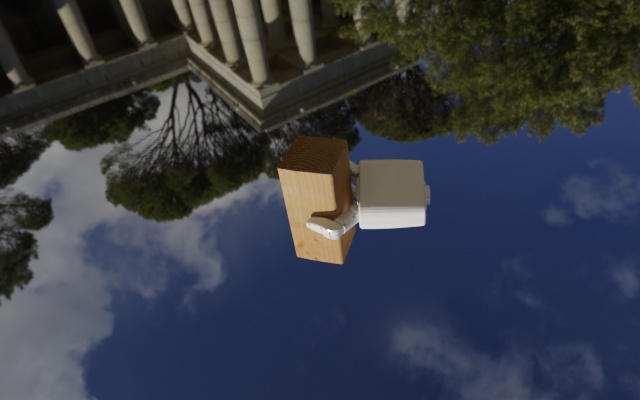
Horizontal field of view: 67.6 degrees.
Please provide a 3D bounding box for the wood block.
[{"bbox_3d":[0.000,0.003,0.810,0.090,0.206,0.090,8,44,18],"label":"wood block"}]
